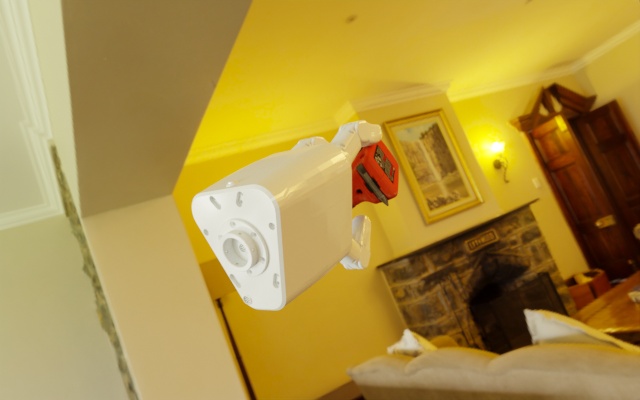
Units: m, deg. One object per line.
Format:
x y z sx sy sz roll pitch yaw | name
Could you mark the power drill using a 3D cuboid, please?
0.000 0.002 0.550 0.188 0.057 0.184 -35 14 21 | power drill
